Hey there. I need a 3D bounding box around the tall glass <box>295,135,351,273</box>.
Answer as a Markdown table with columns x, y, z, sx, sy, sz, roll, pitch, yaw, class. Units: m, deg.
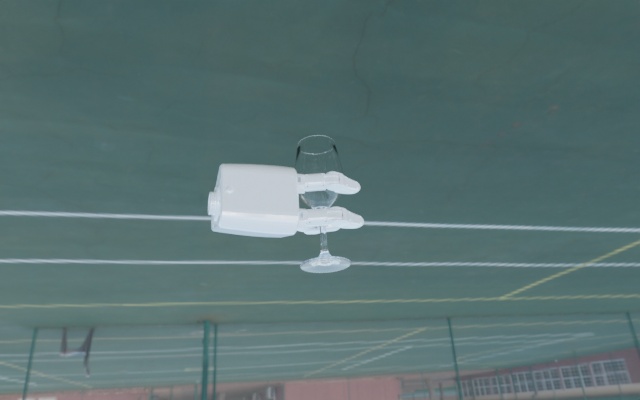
| x | y | z | sx | sy | sz | roll | pitch | yaw | class |
| --- | --- | --- | --- | --- | --- | --- | --- | --- | --- |
| 0.000 | 0.003 | 0.723 | 0.079 | 0.201 | 0.079 | -3 | -24 | -2 | tall glass |
